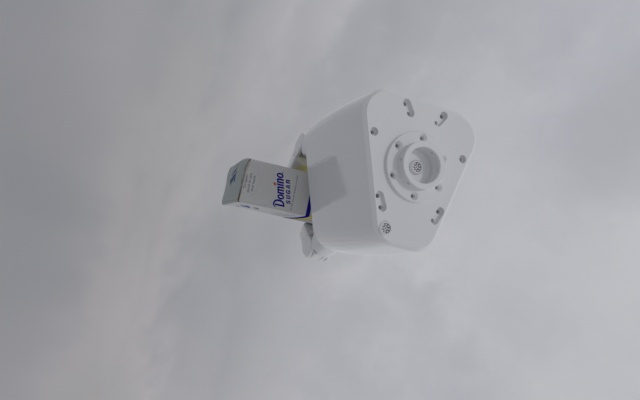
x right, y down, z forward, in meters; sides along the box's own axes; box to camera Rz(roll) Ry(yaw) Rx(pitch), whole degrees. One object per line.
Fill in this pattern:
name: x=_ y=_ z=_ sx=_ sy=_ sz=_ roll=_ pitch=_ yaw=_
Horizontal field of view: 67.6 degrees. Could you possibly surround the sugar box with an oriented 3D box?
sugar box: x=0.000 y=0.001 z=0.465 sx=0.176 sy=0.048 sz=0.093 roll=15 pitch=-7 yaw=-19
